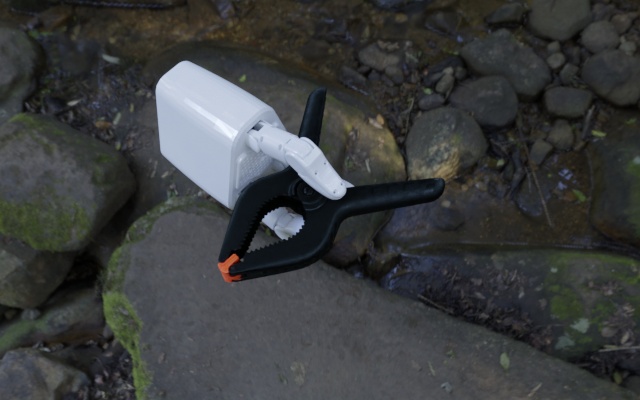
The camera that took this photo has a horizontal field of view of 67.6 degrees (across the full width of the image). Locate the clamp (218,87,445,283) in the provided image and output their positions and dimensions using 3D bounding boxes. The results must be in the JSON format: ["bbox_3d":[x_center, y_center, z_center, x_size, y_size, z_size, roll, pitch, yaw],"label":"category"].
[{"bbox_3d":[0.000,0.001,0.429,0.164,0.210,0.036,34,-23,16],"label":"clamp"}]
